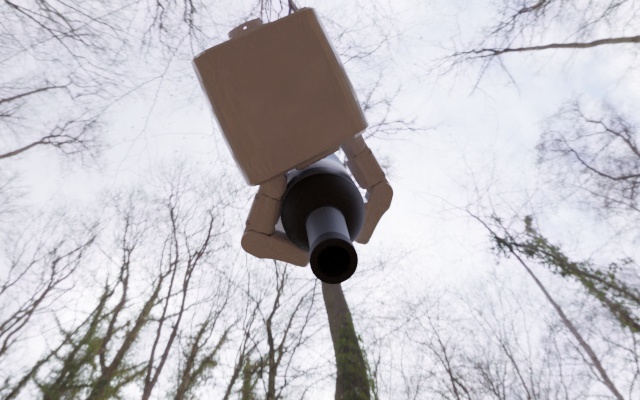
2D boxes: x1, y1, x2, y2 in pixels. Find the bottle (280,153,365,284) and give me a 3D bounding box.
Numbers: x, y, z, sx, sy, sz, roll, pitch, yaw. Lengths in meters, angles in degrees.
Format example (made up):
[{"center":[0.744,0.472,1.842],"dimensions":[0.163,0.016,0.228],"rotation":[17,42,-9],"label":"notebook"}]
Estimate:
[{"center":[0.000,0.001,0.408],"dimensions":[0.069,0.069,0.295],"rotation":[0,13,-3],"label":"bottle"}]
